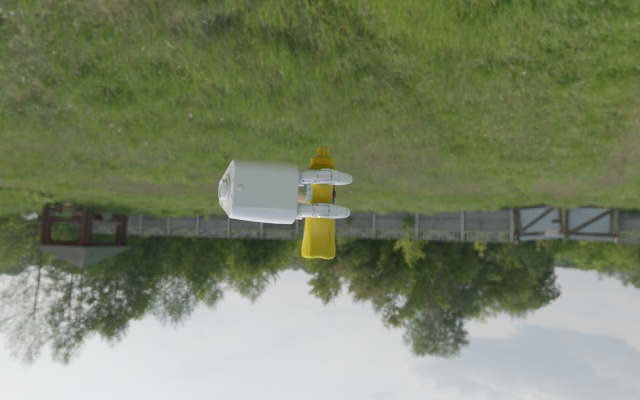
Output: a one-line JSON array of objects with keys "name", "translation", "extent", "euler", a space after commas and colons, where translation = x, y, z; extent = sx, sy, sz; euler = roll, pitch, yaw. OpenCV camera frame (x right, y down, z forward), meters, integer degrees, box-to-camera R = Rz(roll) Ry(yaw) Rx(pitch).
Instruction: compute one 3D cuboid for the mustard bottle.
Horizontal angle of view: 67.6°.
[{"name": "mustard bottle", "translation": [0.000, 0.003, 0.823], "extent": [0.058, 0.191, 0.096], "euler": [3, -4, 0]}]
